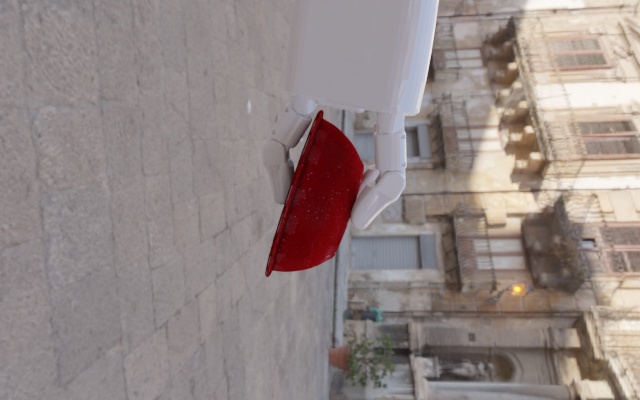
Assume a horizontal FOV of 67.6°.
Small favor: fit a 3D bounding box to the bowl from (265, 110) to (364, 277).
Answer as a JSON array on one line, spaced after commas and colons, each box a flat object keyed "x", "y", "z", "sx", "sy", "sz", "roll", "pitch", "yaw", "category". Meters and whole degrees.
[{"x": 0.000, "y": 0.003, "z": 0.444, "sx": 0.055, "sy": 0.162, "sz": 0.162, "roll": 19, "pitch": 0, "yaw": -1, "category": "bowl"}]
